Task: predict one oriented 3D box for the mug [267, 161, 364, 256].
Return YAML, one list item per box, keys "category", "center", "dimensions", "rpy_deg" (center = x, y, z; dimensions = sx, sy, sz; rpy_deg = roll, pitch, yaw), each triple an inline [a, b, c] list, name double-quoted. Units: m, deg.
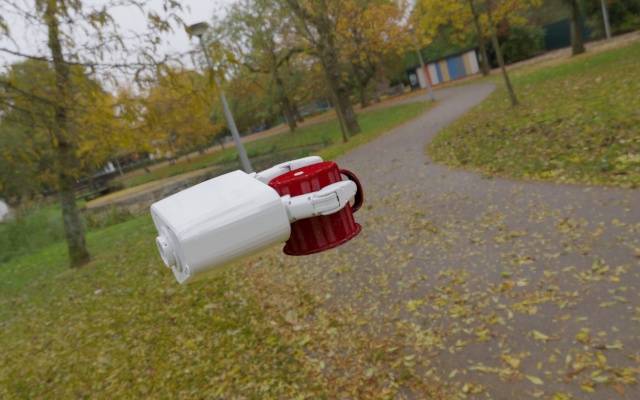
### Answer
- category: "mug"
  center: [0.001, 0.001, 0.537]
  dimensions: [0.117, 0.081, 0.093]
  rpy_deg: [-23, 13, -28]
